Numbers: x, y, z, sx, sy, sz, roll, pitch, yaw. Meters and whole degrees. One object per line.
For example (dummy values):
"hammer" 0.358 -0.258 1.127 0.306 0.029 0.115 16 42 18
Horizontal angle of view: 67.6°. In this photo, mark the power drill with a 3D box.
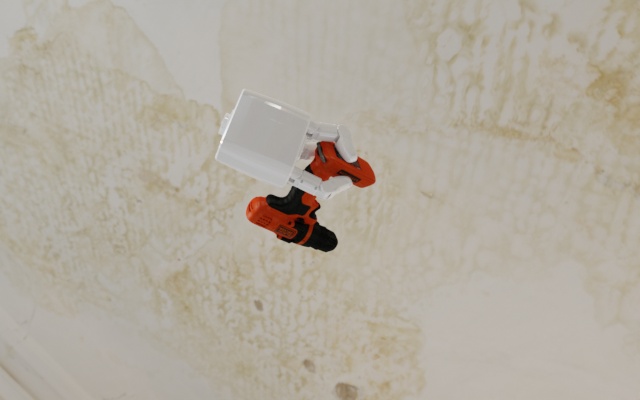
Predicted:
"power drill" 0.000 0.002 0.776 0.184 0.057 0.188 25 -59 -34
